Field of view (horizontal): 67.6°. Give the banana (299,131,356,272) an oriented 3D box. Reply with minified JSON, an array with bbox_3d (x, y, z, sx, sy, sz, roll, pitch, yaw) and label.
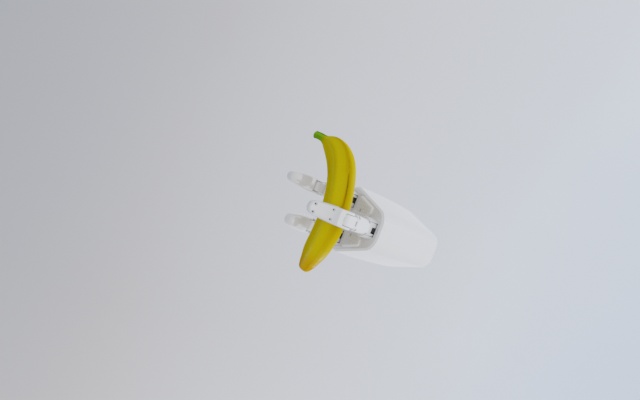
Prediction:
[{"bbox_3d":[0.013,-0.004,0.626,0.037,0.197,0.069,22,-23,-38],"label":"banana"}]
